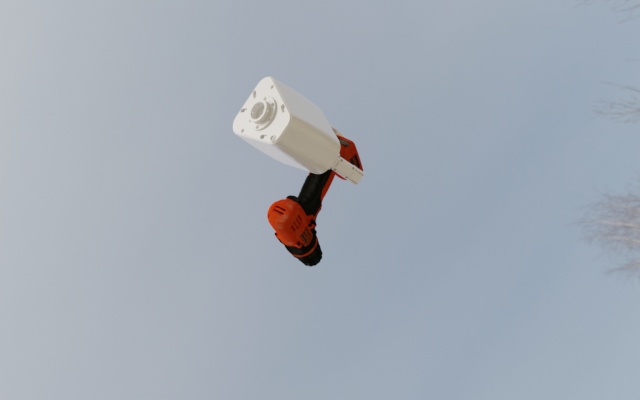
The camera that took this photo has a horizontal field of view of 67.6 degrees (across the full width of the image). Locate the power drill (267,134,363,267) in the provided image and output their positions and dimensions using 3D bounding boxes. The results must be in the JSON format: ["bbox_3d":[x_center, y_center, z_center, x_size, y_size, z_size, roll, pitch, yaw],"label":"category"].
[{"bbox_3d":[0.000,0.002,0.759,0.057,0.187,0.184,22,-20,24],"label":"power drill"}]
